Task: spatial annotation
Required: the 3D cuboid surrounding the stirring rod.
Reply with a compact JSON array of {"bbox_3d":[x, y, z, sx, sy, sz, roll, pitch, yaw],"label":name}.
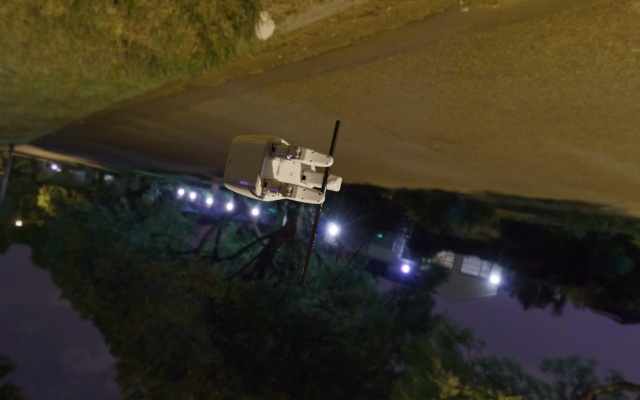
[{"bbox_3d":[0.000,0.002,0.689,0.011,0.239,0.011,13,0,0],"label":"stirring rod"}]
